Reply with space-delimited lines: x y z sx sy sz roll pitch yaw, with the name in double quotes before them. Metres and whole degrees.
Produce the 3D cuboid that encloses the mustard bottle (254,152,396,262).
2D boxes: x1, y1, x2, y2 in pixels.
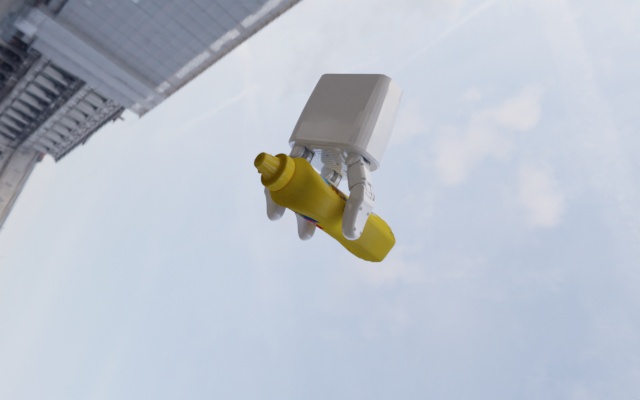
"mustard bottle" 0.000 0.002 0.545 0.192 0.058 0.096 36 2 -36
